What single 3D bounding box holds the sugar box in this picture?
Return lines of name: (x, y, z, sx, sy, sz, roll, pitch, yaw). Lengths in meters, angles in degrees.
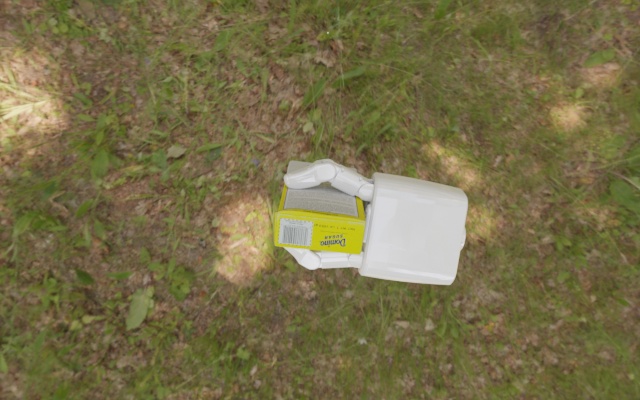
sugar box: (0.000, 0.002, 0.564, 0.093, 0.048, 0.176, 7, 19, -1)
